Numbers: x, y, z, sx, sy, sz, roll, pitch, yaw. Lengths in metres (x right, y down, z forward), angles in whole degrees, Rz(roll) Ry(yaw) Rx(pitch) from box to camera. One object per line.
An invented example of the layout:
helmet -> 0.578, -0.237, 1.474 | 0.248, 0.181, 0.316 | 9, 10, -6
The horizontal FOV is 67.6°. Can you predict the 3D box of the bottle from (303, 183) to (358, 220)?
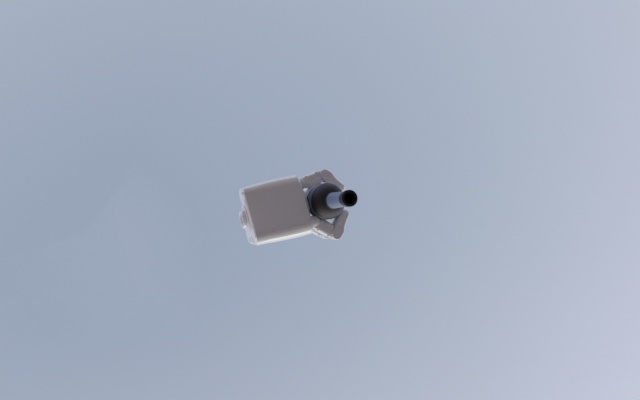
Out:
bottle -> 0.000, 0.003, 0.893 | 0.069, 0.069, 0.296 | 0, -2, -18
